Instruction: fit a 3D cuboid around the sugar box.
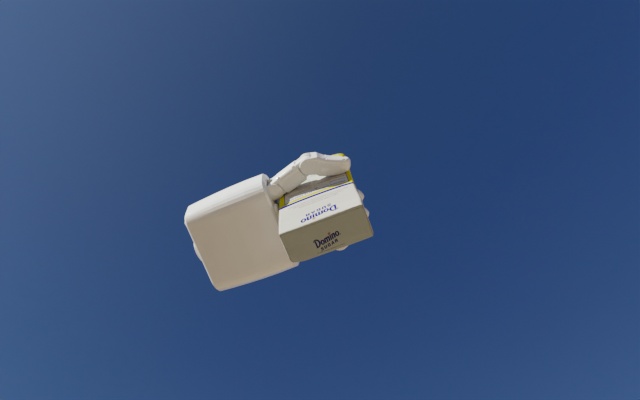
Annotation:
[{"bbox_3d":[0.000,0.002,0.563,0.093,0.048,0.176,-20,26,5],"label":"sugar box"}]
